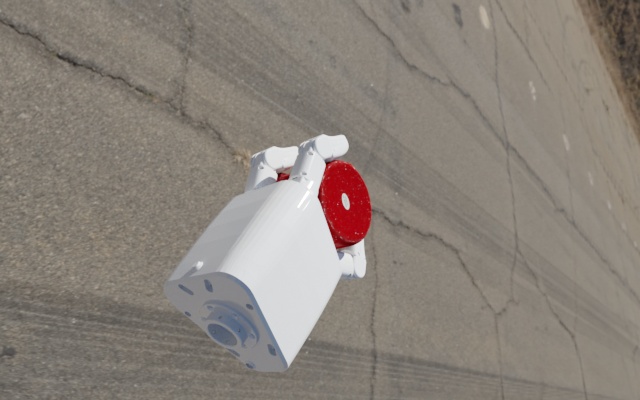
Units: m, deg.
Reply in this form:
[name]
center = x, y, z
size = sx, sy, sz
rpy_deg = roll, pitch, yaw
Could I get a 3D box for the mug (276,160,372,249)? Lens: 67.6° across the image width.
[mug]
center = 0.001, 0.001, 0.471
size = 0.081, 0.093, 0.117
rpy_deg = -14, 30, 38
